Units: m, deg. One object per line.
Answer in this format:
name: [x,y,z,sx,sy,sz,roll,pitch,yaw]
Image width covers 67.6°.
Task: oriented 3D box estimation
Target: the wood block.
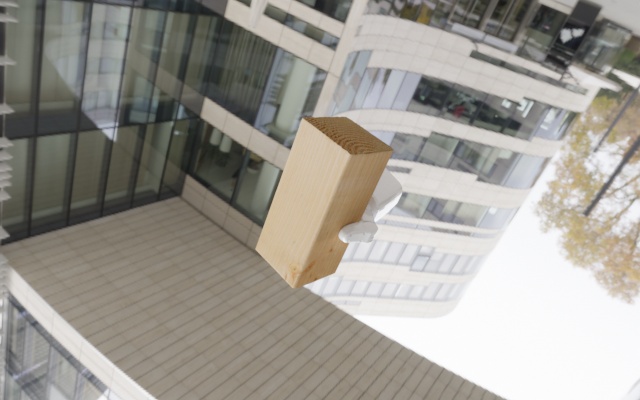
wood block: [0.001,0.002,0.632,0.090,0.206,0.090,-12,43,-47]
